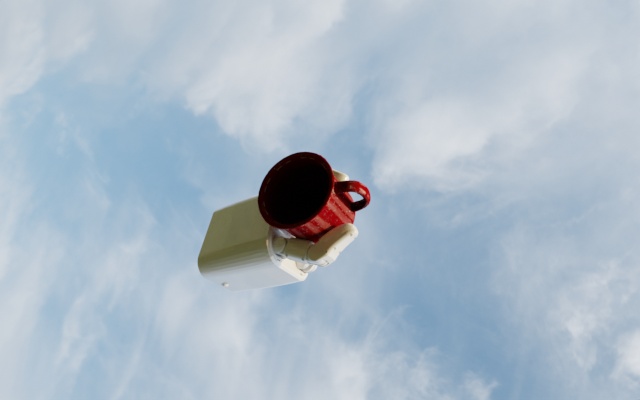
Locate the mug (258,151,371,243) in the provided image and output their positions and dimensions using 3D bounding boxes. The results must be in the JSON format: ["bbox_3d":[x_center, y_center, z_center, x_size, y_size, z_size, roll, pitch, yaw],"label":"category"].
[{"bbox_3d":[0.001,0.001,0.539,0.117,0.093,0.081,-13,-30,22],"label":"mug"}]
